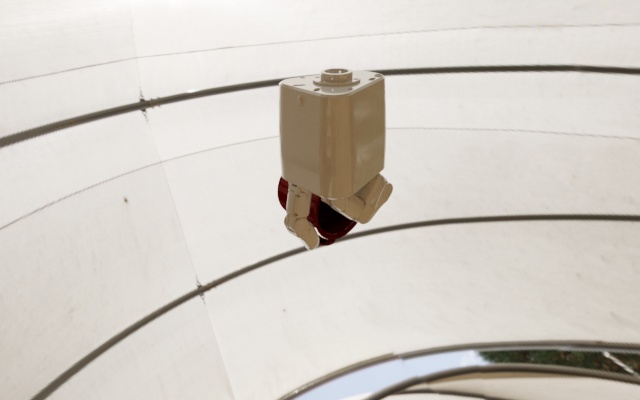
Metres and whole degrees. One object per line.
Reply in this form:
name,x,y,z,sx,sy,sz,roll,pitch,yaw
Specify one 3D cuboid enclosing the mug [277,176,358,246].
mug,0.000,0.003,0.608,0.093,0.117,0.081,-23,35,-37
